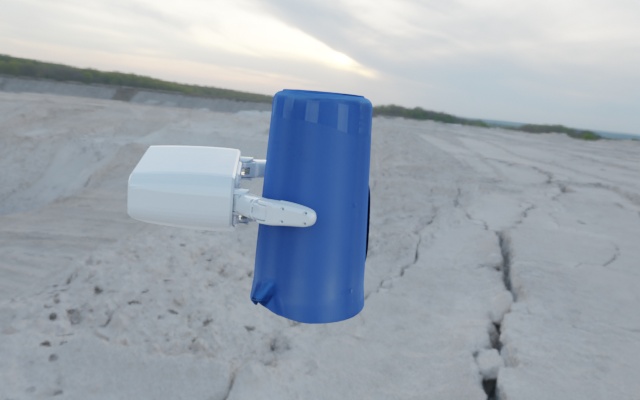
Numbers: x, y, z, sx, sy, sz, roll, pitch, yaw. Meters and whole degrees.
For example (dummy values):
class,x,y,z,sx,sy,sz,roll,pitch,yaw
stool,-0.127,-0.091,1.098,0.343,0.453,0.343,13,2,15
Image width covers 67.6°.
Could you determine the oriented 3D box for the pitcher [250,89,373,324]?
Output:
class,x,y,z,sx,sy,sz,roll,pitch,yaw
pitcher,0.000,0.002,0.545,0.145,0.243,0.149,4,11,-5
